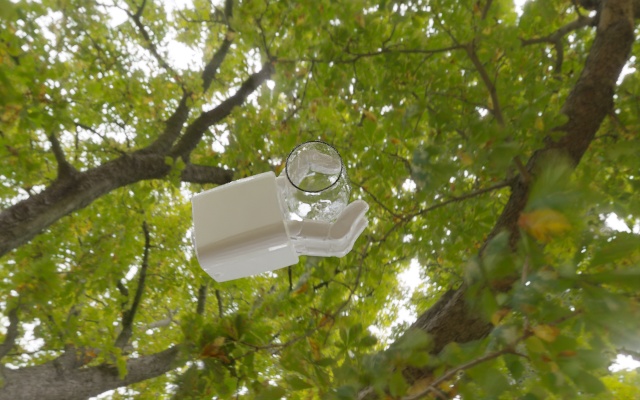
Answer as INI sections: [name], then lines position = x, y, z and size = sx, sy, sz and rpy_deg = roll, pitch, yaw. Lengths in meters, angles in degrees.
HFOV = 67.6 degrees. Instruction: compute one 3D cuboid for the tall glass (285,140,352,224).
[tall glass]
position = 0.000, 0.002, 0.594
size = 0.079, 0.079, 0.201
rpy_deg = 0, -23, 4
